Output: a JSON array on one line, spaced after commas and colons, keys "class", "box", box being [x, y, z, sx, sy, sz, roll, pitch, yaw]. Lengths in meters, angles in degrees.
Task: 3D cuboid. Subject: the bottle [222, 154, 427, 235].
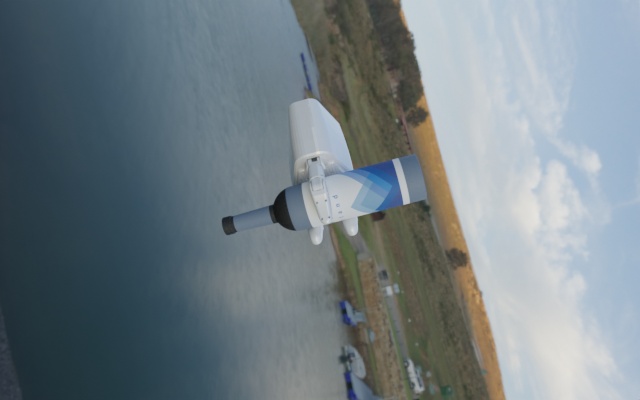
[{"class": "bottle", "box": [0.000, 0.002, 0.693, 0.296, 0.069, 0.069, -14, -2, 6]}]
